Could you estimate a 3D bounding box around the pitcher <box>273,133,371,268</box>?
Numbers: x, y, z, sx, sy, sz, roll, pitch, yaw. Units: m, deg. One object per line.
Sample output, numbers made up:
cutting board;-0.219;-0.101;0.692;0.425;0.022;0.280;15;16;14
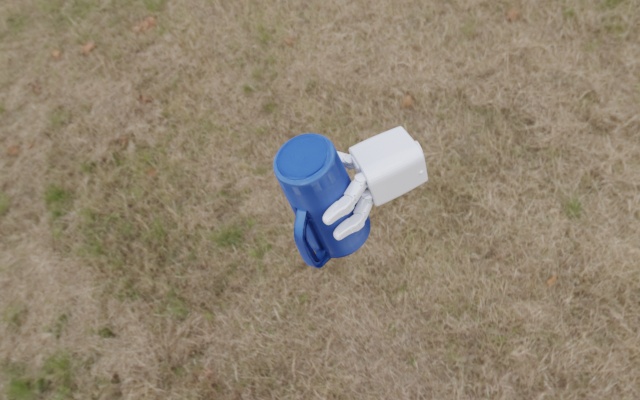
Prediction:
pitcher;0.000;0.003;0.861;0.145;0.149;0.243;-25;-38;2
